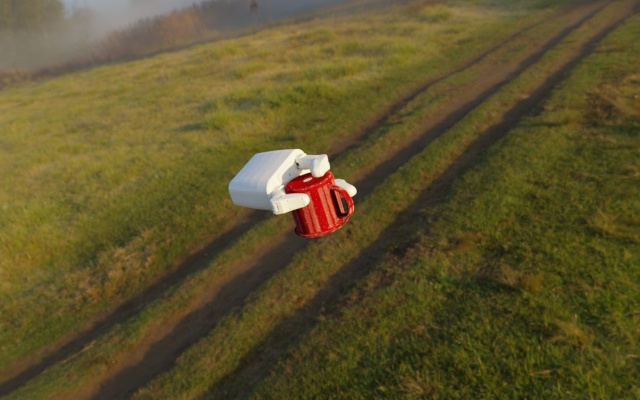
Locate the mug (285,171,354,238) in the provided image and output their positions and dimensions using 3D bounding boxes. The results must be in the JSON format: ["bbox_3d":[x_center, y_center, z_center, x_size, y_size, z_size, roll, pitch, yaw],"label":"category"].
[{"bbox_3d":[0.001,0.002,0.768,0.117,0.081,0.093,1,28,39],"label":"mug"}]
